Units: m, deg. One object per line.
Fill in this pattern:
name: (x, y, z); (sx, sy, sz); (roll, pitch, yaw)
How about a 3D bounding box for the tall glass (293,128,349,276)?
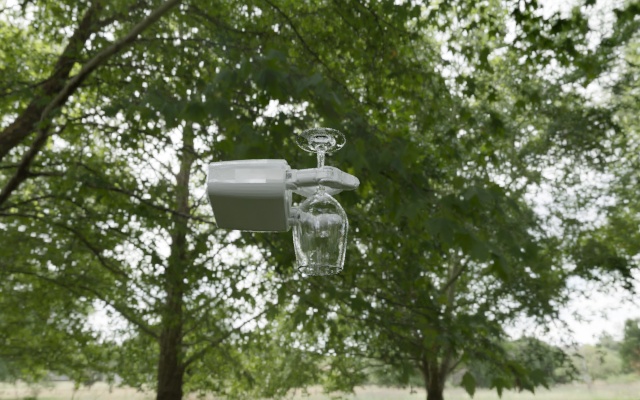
tall glass: (0.000, 0.002, 0.679); (0.079, 0.201, 0.079); (0, -22, 0)
